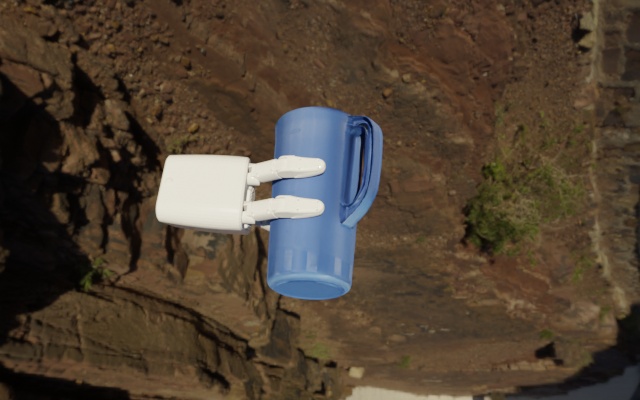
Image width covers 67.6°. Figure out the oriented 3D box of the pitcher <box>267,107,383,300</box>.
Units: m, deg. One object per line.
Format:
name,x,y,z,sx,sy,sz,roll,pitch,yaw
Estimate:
pitcher,0.000,0.002,0.645,0.145,0.242,0.149,5,-25,-3
